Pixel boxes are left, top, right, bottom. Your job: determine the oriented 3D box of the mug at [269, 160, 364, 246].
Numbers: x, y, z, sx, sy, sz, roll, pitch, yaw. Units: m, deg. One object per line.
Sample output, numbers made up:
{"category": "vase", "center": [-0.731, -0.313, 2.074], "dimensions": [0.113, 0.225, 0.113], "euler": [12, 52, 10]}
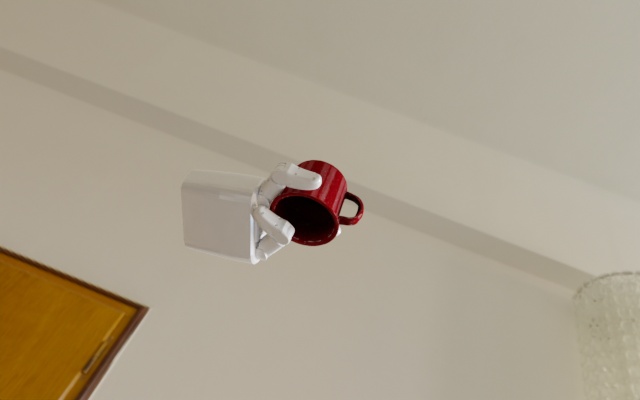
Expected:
{"category": "mug", "center": [0.002, 0.002, 0.633], "dimensions": [0.117, 0.093, 0.081], "euler": [10, 43, 11]}
